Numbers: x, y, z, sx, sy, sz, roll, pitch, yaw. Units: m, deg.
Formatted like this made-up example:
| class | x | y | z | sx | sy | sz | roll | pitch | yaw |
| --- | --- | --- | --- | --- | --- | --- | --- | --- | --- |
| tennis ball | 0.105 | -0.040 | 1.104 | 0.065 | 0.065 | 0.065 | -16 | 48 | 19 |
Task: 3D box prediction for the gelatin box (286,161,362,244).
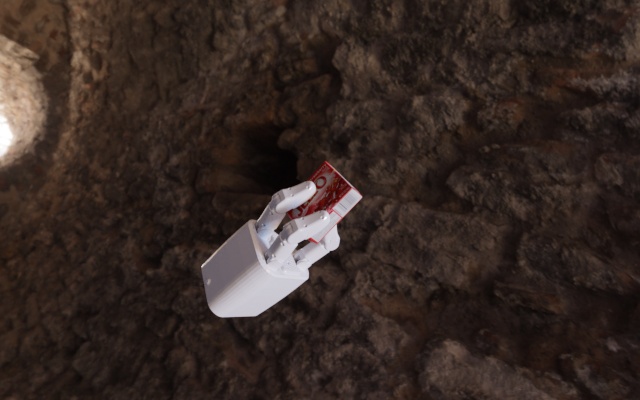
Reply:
| class | x | y | z | sx | sy | sz | roll | pitch | yaw |
| --- | --- | --- | --- | --- | --- | --- | --- | --- | --- |
| gelatin box | 0.001 | 0.002 | 0.633 | 0.030 | 0.089 | 0.073 | 40 | 6 | -44 |
